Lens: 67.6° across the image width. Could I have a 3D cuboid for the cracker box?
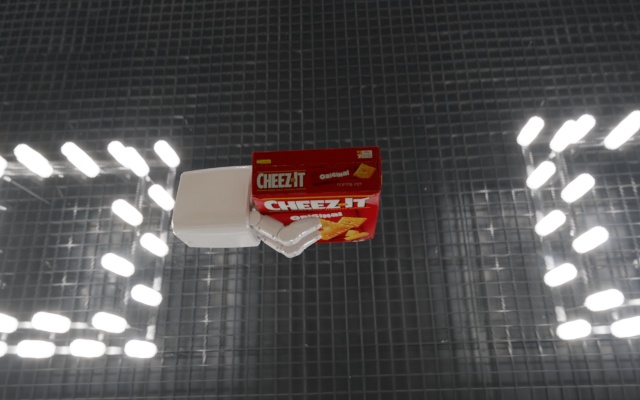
[{"bbox_3d":[0.000,0.002,0.690,0.164,0.072,0.214,-3,-20,3],"label":"cracker box"}]
